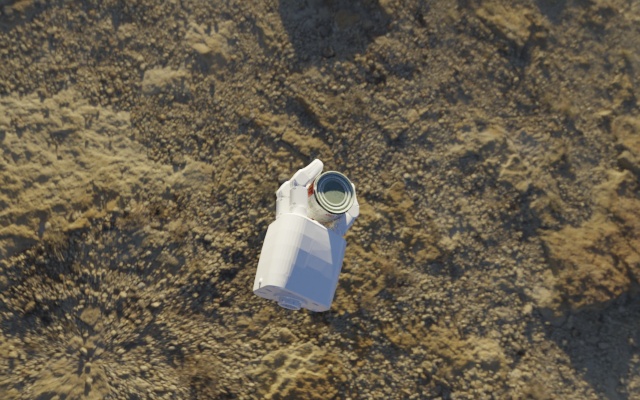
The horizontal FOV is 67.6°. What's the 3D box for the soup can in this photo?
[{"bbox_3d":[0.000,0.002,0.733,0.068,0.068,0.102,0,-17,-26],"label":"soup can"}]
